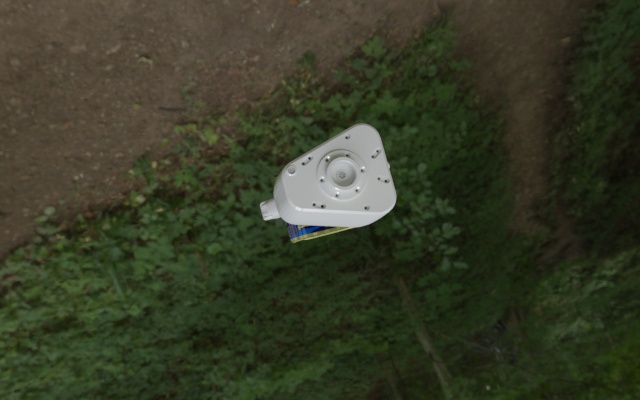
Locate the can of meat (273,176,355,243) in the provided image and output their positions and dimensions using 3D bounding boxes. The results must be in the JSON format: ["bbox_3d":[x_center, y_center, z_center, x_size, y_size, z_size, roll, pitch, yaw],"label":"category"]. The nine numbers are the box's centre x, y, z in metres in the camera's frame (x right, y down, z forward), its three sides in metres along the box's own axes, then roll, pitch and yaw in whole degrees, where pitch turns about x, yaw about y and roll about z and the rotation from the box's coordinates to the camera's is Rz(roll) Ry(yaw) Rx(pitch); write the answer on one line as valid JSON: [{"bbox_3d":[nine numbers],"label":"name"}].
[{"bbox_3d":[0.000,0.002,0.609,0.102,0.084,0.057,-14,-6,-13],"label":"can of meat"}]
